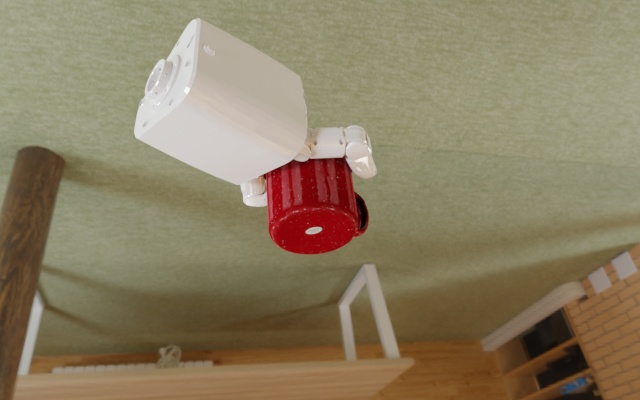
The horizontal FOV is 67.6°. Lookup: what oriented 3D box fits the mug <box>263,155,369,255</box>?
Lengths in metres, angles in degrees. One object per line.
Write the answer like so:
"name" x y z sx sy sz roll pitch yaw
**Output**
"mug" 0.001 0.002 0.455 0.117 0.081 0.093 24 -46 -34
